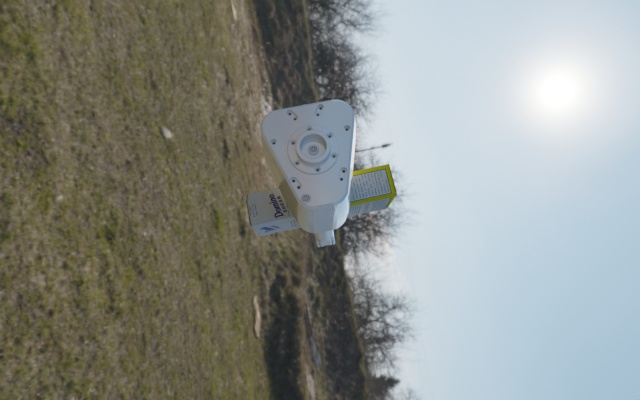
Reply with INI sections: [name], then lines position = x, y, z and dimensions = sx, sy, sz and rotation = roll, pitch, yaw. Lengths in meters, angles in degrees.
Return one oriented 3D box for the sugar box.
[sugar box]
position = 0.000, 0.001, 0.600
dimensions = 0.176, 0.048, 0.093
rotation = -10, -12, -3
